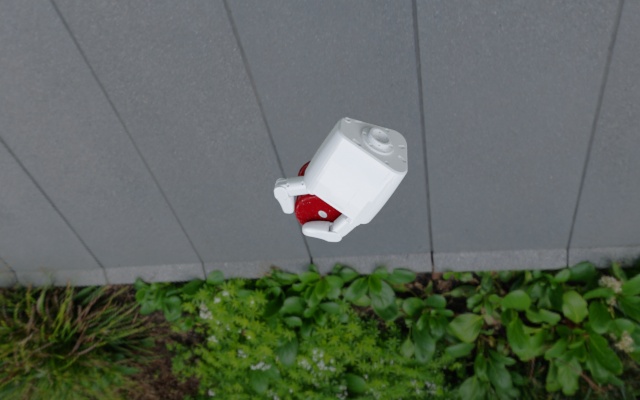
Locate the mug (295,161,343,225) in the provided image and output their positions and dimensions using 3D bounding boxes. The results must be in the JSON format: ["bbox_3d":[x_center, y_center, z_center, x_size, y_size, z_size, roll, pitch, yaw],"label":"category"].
[{"bbox_3d":[-0.001,0.003,0.750,0.093,0.081,0.117,21,-47,-11],"label":"mug"}]
